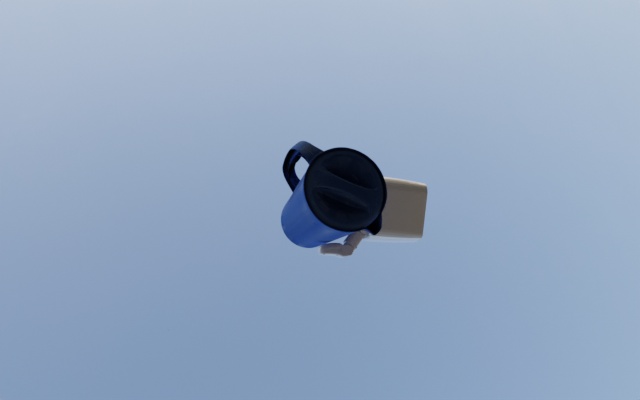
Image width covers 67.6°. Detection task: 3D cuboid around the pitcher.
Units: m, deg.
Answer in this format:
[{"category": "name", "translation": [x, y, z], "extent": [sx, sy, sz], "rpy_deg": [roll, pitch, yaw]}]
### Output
[{"category": "pitcher", "translation": [0.000, 0.003, 0.820], "extent": [0.145, 0.149, 0.243], "rpy_deg": [4, -16, -16]}]
